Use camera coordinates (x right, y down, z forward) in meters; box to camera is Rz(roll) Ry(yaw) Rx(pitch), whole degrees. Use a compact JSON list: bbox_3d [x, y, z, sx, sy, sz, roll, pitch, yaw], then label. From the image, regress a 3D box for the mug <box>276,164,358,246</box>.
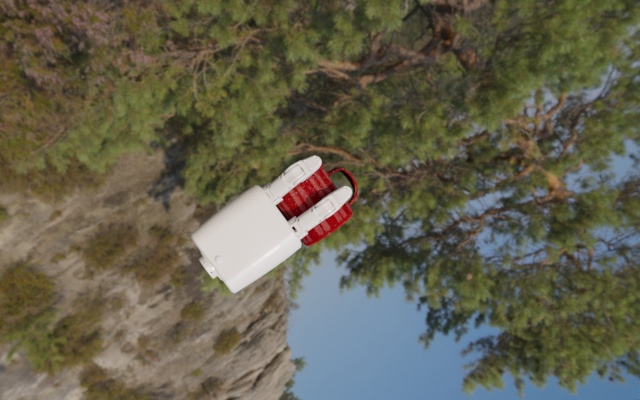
[{"bbox_3d":[0.001,0.002,0.661,0.117,0.081,0.093,-36,2,-13],"label":"mug"}]
